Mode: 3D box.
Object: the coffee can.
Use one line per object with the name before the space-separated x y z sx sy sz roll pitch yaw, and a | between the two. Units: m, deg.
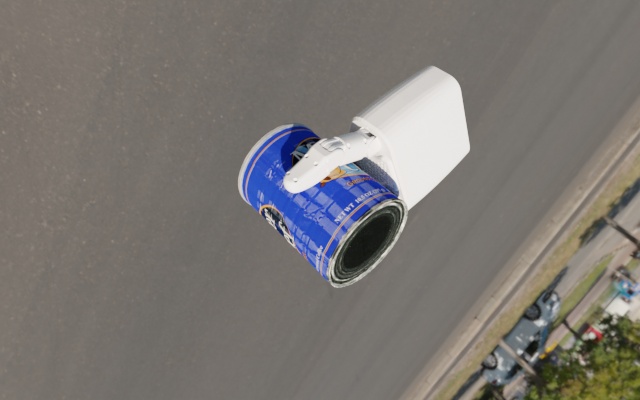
coffee can | 0.000 0.002 0.474 0.140 0.103 0.103 41 23 30
